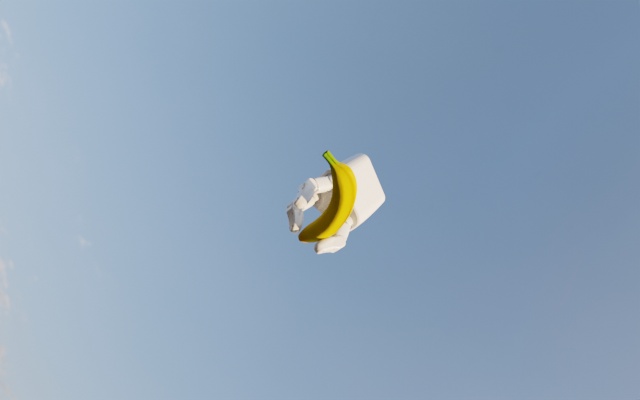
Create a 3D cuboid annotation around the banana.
[{"bbox_3d":[0.016,0.010,0.754,0.069,0.198,0.037,34,43,16],"label":"banana"}]
